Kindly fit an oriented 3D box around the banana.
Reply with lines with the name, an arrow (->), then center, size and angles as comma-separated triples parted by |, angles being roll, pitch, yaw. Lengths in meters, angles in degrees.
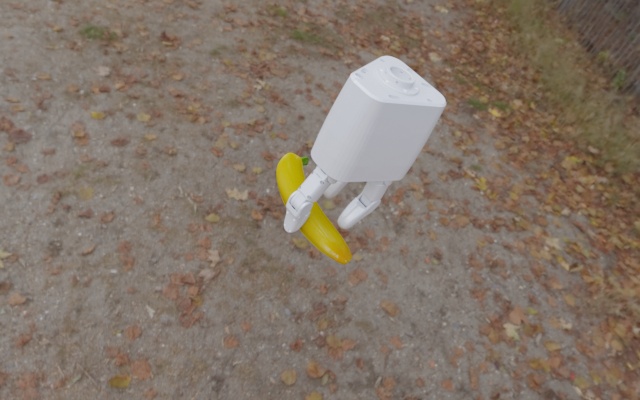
banana -> -0.017, -0.002, 0.607 | 0.069, 0.197, 0.037 | 6, -48, -29
